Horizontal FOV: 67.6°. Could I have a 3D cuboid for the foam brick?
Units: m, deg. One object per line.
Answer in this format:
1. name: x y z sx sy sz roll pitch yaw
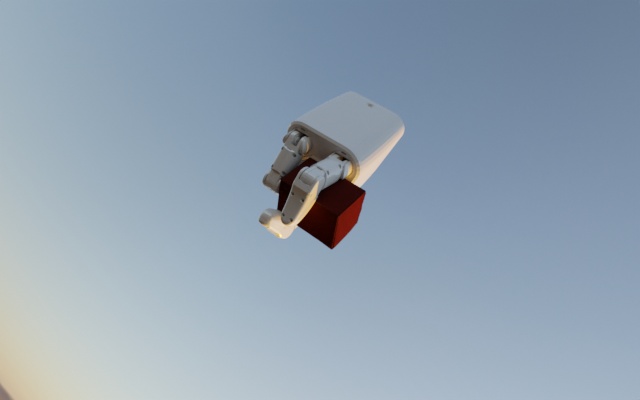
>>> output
1. foam brick: 0.000 0.002 0.505 0.078 0.053 0.051 33 48 21
